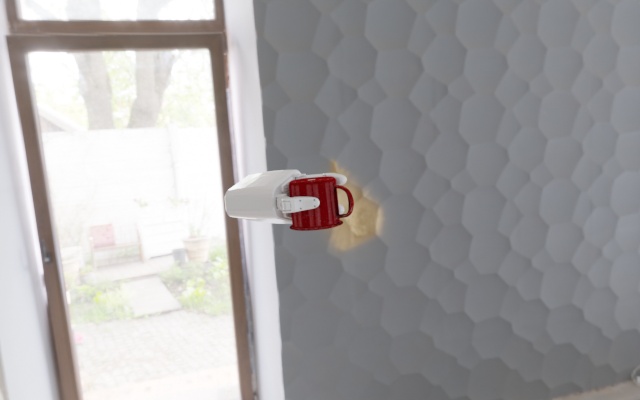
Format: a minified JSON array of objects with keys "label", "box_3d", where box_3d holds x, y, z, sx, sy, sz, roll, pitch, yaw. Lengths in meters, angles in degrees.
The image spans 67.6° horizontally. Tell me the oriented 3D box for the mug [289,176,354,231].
[{"label":"mug","box_3d":[0.001,0.002,0.811,0.117,0.081,0.093,-2,7,26]}]
